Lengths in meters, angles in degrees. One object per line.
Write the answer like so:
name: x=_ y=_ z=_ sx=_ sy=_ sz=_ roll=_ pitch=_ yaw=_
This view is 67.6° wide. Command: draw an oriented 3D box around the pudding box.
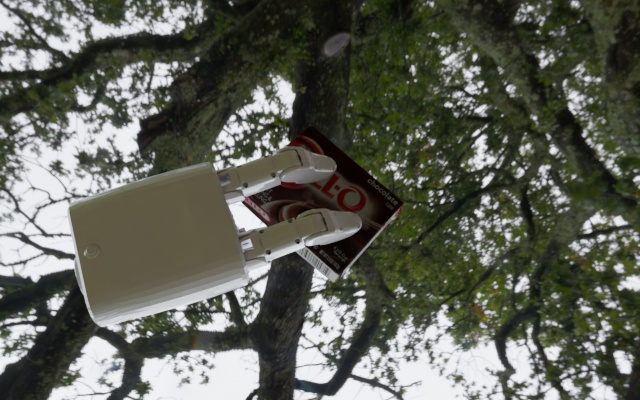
pudding box: x=0.000 y=0.001 z=0.415 sx=0.090 sy=0.113 sz=0.039 roll=-45 pitch=-8 yaw=-23
